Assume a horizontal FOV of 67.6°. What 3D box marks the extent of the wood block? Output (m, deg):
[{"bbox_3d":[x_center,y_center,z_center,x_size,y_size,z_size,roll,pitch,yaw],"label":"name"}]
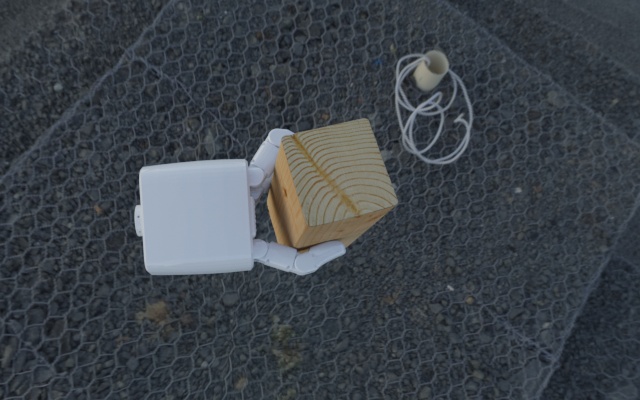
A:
[{"bbox_3d":[0.000,0.002,0.529,0.090,0.090,0.206,-14,-13,-14],"label":"wood block"}]
